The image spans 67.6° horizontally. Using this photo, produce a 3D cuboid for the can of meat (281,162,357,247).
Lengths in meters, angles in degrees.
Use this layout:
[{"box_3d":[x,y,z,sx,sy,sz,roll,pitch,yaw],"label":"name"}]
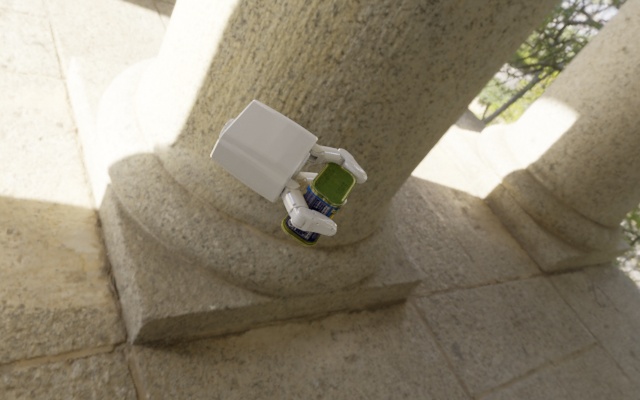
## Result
[{"box_3d":[0.000,0.002,0.670,0.057,0.084,0.102,35,34,0],"label":"can of meat"}]
